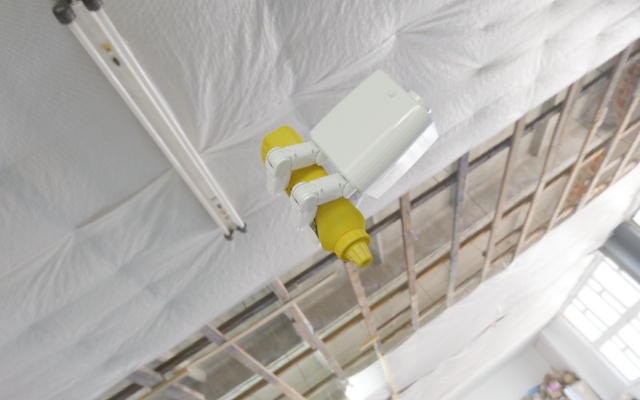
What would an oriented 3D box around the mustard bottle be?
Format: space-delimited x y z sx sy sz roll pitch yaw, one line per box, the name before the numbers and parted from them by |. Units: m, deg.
mustard bottle | 0.000 0.002 0.559 0.058 0.191 0.096 -31 -32 -11
